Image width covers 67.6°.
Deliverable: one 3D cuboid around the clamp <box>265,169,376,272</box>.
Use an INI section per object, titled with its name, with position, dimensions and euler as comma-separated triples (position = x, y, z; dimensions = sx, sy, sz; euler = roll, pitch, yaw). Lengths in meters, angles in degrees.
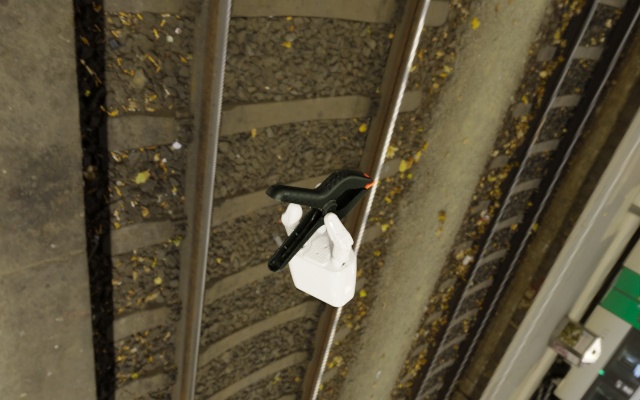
[clamp]
position = 0.001, 0.003, 0.711
dimensions = 0.210, 0.165, 0.036
euler = -34, 55, -25
